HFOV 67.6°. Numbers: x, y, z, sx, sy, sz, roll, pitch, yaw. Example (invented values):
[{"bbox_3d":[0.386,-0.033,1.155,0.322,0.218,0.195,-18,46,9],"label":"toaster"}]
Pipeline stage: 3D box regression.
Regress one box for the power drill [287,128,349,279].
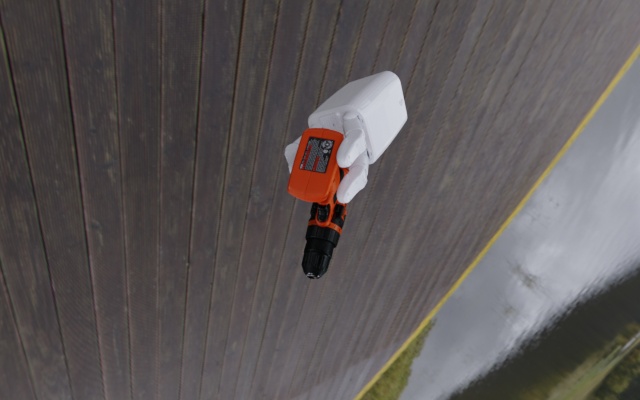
[{"bbox_3d":[0.000,0.002,0.669,0.057,0.184,0.188,9,-23,10],"label":"power drill"}]
